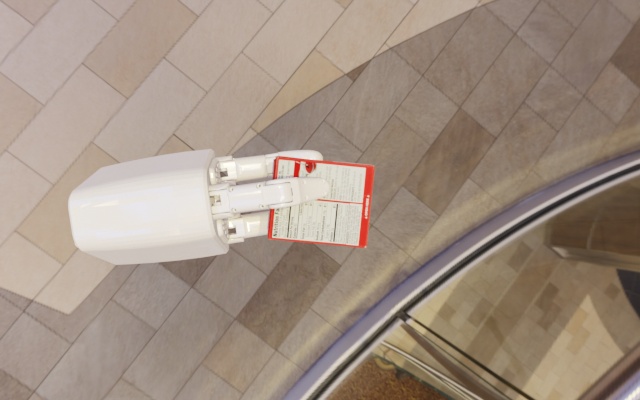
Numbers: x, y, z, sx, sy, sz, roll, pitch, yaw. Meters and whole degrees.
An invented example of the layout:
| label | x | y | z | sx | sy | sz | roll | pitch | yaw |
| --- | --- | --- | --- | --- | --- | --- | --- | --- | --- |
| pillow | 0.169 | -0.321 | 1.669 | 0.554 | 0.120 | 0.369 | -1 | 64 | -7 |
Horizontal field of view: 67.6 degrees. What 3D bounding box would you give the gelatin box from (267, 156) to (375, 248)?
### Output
| label | x | y | z | sx | sy | sz | roll | pitch | yaw |
| --- | --- | --- | --- | --- | --- | --- | --- | --- | --- |
| gelatin box | 0.000 | 0.001 | 0.425 | 0.089 | 0.073 | 0.030 | 5 | 0 | -2 |
